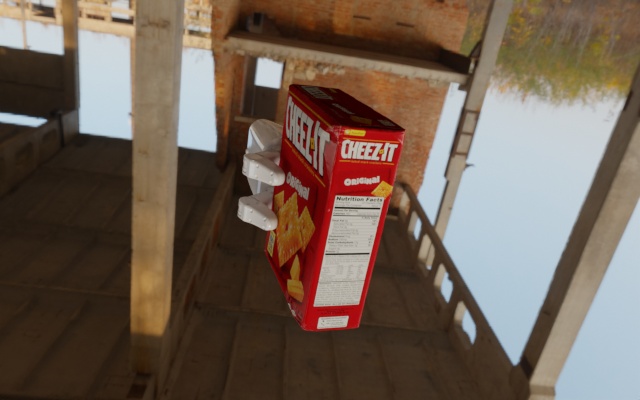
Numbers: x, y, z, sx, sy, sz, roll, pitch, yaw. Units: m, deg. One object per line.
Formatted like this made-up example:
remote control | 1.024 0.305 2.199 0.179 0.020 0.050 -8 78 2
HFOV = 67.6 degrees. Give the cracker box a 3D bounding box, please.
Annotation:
cracker box | 0.000 0.002 0.505 0.072 0.214 0.164 1 24 -21
